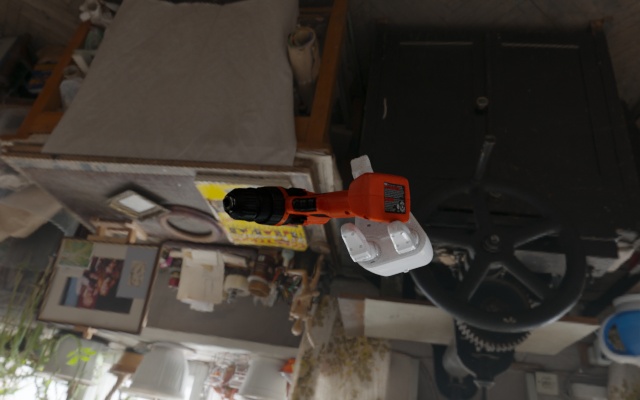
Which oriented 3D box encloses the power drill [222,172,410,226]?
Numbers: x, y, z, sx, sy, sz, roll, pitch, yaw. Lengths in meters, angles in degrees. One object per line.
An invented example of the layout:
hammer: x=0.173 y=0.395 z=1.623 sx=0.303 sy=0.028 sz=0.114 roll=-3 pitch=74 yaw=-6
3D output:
power drill: x=0.001 y=0.002 z=0.589 sx=0.187 sy=0.057 sz=0.184 roll=-4 pitch=-4 yaw=39
